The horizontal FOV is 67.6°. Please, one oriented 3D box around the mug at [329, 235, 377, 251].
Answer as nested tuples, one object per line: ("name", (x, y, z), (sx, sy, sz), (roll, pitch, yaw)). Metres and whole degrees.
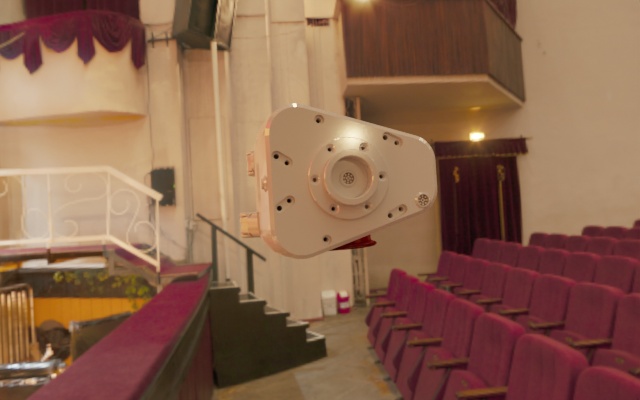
("mug", (0.000, 0.001, 0.445), (0.093, 0.081, 0.117), (-3, -1, -10))
